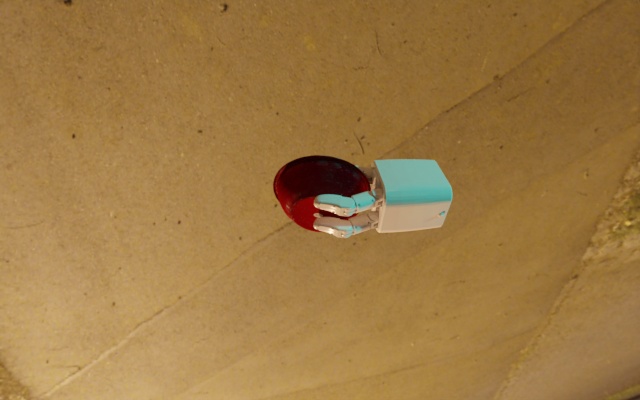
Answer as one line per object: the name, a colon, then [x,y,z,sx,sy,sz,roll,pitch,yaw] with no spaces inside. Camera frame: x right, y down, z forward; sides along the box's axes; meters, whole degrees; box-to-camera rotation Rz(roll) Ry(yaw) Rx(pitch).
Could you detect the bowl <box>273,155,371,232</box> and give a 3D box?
bowl: [-0.001,0.003,0.769,0.162,0.055,0.162,3,-40,3]
